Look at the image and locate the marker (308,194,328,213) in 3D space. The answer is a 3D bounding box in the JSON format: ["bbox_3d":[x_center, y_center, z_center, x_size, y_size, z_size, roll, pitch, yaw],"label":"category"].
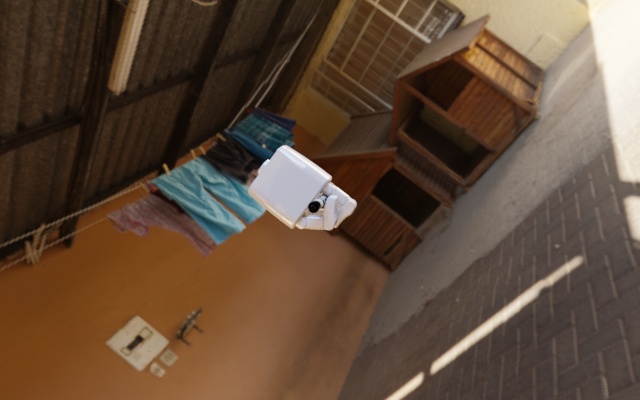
[{"bbox_3d":[0.000,0.003,0.821,0.020,0.020,0.121,0,9,13],"label":"marker"}]
